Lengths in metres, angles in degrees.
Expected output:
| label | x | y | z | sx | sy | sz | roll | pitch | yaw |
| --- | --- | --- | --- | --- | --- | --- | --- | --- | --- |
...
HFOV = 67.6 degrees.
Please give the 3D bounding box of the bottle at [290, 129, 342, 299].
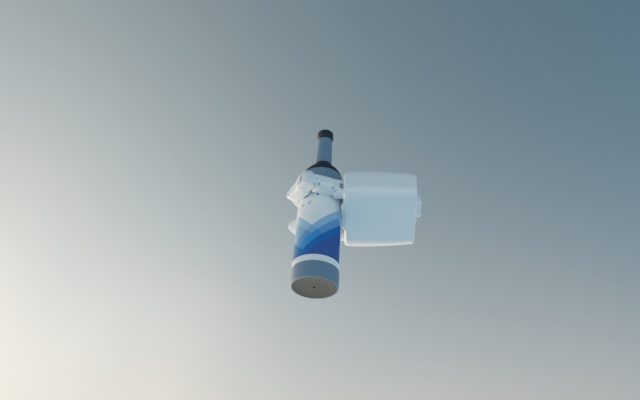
| label | x | y | z | sx | sy | sz | roll | pitch | yaw |
| --- | --- | --- | --- | --- | --- | --- | --- | --- | --- |
| bottle | 0.000 | 0.003 | 0.733 | 0.069 | 0.295 | 0.069 | 3 | -38 | 2 |
